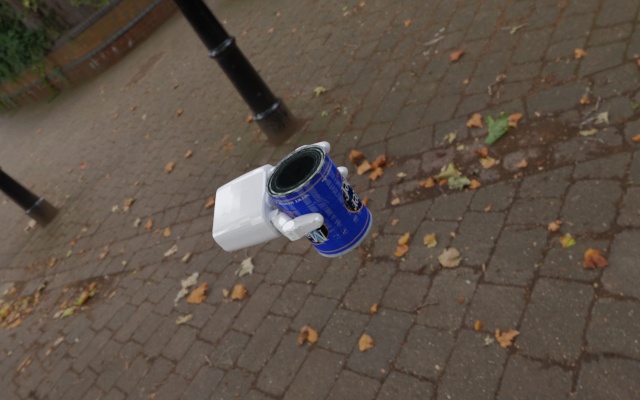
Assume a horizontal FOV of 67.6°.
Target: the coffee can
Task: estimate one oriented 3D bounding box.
[{"bbox_3d":[0.000,0.002,0.712,0.103,0.102,0.140,0,-42,44],"label":"coffee can"}]
